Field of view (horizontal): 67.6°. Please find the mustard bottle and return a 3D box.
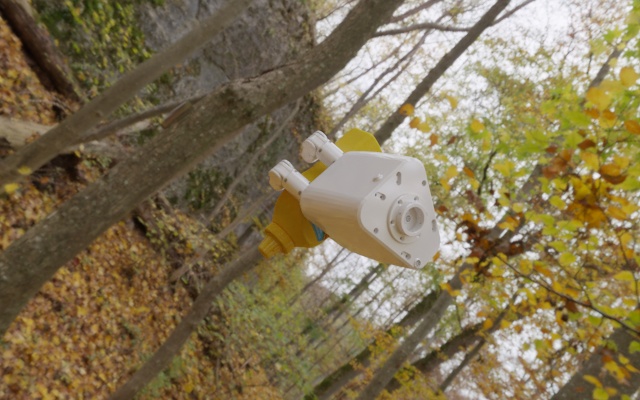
[{"bbox_3d":[0.000,0.002,0.589,0.191,0.096,0.058,-42,50,-19],"label":"mustard bottle"}]
